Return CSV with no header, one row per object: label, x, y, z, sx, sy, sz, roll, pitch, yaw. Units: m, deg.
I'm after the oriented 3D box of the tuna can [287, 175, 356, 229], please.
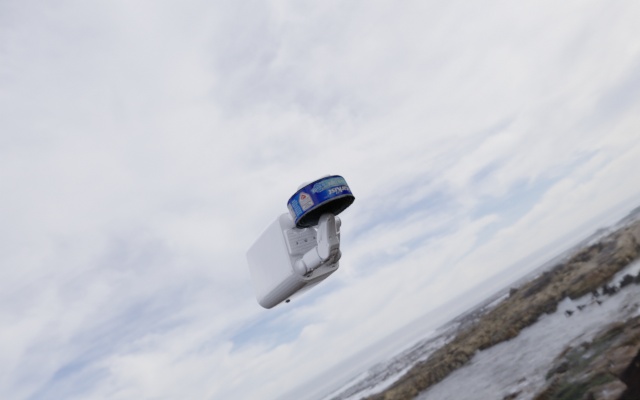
tuna can,0.000,0.002,0.623,0.086,0.033,0.086,-25,-16,-8
